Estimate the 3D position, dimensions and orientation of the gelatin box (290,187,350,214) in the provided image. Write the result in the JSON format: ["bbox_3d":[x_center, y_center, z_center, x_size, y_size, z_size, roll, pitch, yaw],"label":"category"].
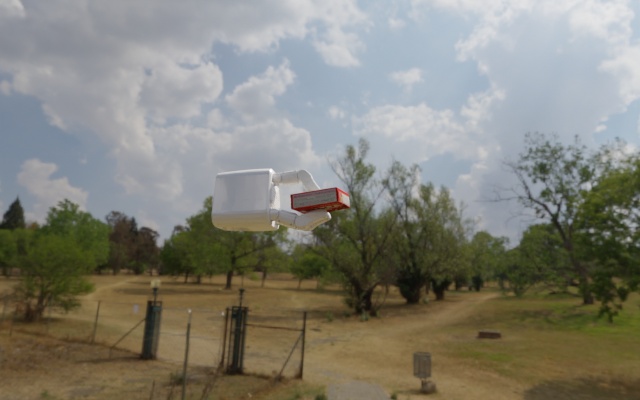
[{"bbox_3d":[0.000,0.002,0.853,0.089,0.030,0.073,-10,-13,18],"label":"gelatin box"}]
